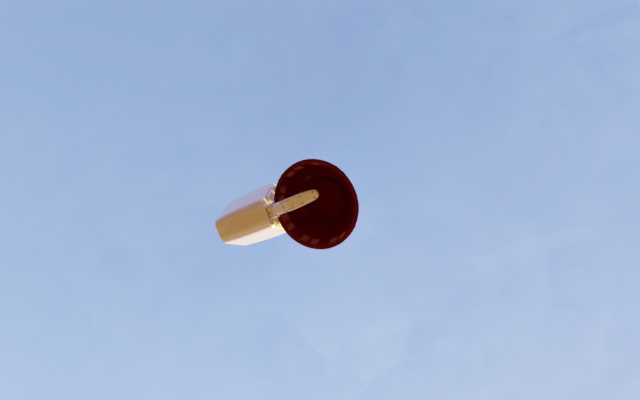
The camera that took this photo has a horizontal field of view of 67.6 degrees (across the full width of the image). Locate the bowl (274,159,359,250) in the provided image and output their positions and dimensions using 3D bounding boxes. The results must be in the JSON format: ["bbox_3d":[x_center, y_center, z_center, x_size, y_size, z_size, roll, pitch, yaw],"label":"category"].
[{"bbox_3d":[0.002,0.003,0.851,0.162,0.162,0.055,0,12,24],"label":"bowl"}]
